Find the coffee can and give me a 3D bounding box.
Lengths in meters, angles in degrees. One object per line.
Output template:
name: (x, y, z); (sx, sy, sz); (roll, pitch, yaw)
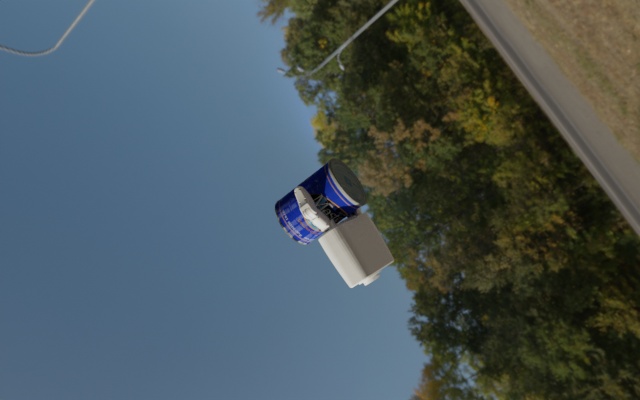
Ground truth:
coffee can: (0.000, 0.003, 0.889); (0.140, 0.102, 0.103); (-36, -16, 23)
